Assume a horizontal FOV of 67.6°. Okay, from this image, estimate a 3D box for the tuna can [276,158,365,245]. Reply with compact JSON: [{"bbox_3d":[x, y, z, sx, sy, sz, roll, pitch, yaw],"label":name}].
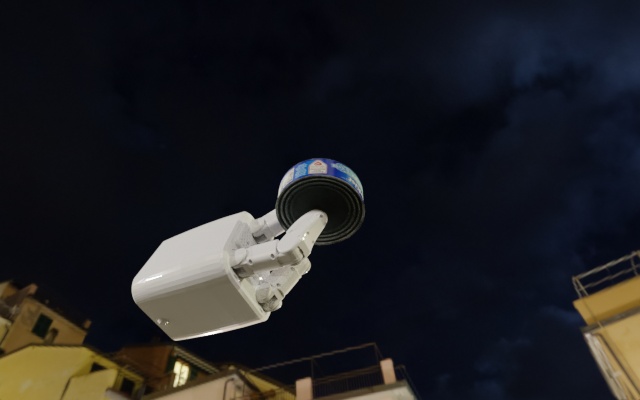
[{"bbox_3d":[0.000,0.001,0.471,0.086,0.086,0.033,0,38,3],"label":"tuna can"}]
